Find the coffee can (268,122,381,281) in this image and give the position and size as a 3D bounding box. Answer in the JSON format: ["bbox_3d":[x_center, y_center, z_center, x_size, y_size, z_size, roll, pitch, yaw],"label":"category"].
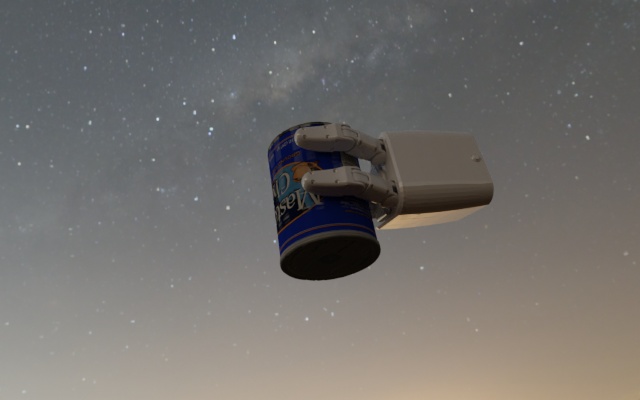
[{"bbox_3d":[0.000,0.002,0.515,0.103,0.140,0.103,-7,-31,-5],"label":"coffee can"}]
